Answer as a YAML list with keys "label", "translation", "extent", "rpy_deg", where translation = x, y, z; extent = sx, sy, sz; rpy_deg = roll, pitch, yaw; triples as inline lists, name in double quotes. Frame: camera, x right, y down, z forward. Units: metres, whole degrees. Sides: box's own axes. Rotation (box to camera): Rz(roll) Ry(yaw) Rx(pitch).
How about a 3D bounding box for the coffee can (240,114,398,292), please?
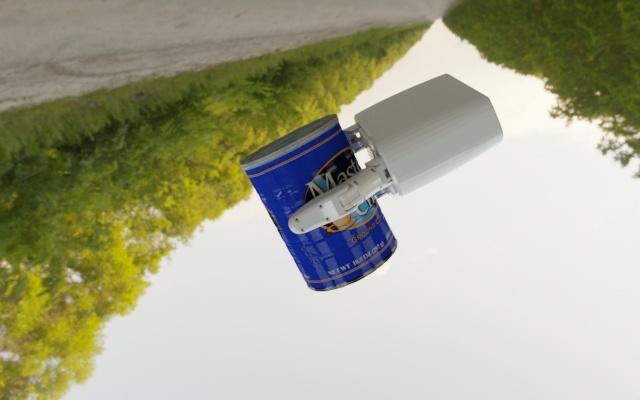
- label: "coffee can"
  translation: [0.000, 0.001, 0.466]
  extent: [0.103, 0.140, 0.102]
  rpy_deg: [-26, 13, 7]
